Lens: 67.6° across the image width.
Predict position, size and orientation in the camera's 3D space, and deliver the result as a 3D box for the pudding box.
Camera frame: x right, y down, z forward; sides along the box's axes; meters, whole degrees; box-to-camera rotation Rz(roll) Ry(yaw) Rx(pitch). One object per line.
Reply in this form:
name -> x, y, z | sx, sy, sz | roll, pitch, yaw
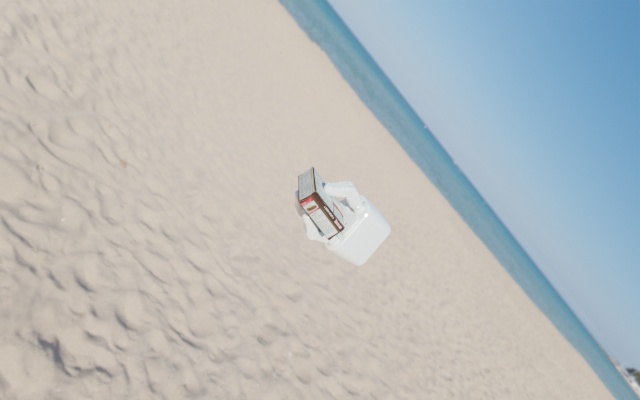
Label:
pudding box -> 0.000, 0.003, 0.824 | 0.039, 0.090, 0.113 | -34, 22, 11
